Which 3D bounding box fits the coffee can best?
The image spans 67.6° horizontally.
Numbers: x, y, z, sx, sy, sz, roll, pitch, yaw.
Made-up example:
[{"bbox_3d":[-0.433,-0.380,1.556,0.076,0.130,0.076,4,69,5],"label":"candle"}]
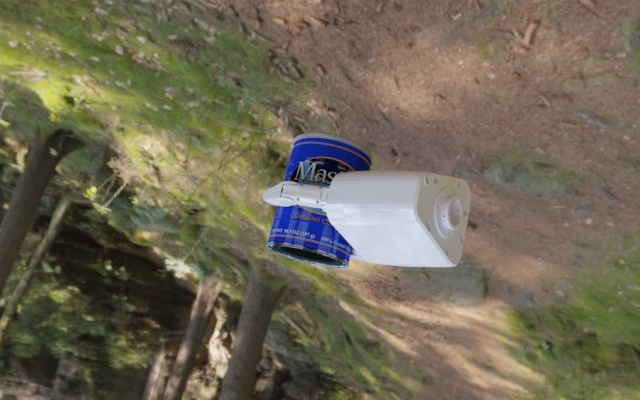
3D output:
[{"bbox_3d":[0.000,0.002,0.586,0.103,0.140,0.103,13,-15,4],"label":"coffee can"}]
